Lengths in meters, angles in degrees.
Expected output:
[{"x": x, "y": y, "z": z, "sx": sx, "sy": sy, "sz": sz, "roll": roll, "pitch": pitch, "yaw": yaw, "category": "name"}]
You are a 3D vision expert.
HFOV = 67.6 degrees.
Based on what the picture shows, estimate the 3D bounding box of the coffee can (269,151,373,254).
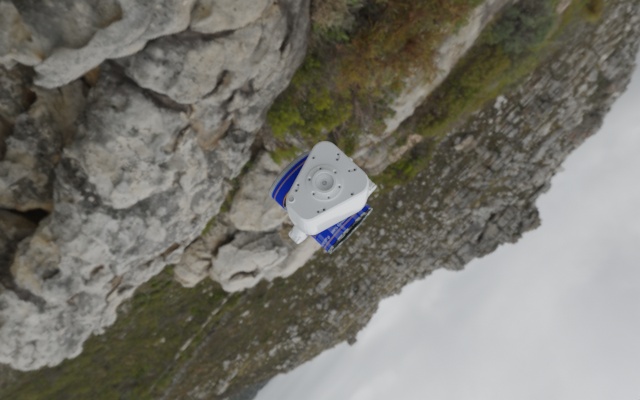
[{"x": 0.000, "y": 0.003, "z": 0.784, "sx": 0.140, "sy": 0.103, "sz": 0.103, "roll": 44, "pitch": 8, "yaw": 9, "category": "coffee can"}]
